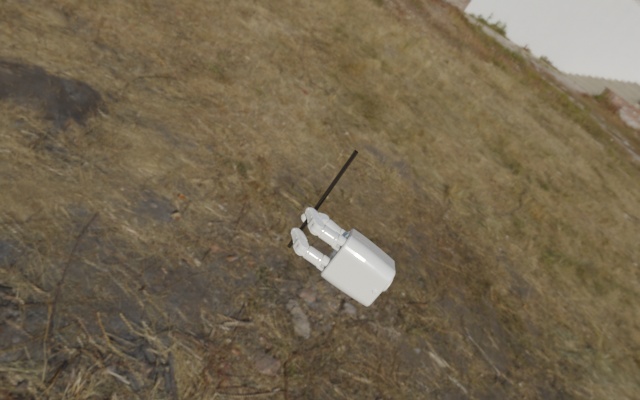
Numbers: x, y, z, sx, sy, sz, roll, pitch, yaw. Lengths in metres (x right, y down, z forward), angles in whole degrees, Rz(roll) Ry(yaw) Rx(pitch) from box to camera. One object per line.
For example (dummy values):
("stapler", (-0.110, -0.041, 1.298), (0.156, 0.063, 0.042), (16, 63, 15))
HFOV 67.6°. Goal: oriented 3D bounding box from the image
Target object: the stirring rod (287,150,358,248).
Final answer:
("stirring rod", (0.000, 0.003, 0.876), (0.011, 0.240, 0.011), (27, 29, -16))
